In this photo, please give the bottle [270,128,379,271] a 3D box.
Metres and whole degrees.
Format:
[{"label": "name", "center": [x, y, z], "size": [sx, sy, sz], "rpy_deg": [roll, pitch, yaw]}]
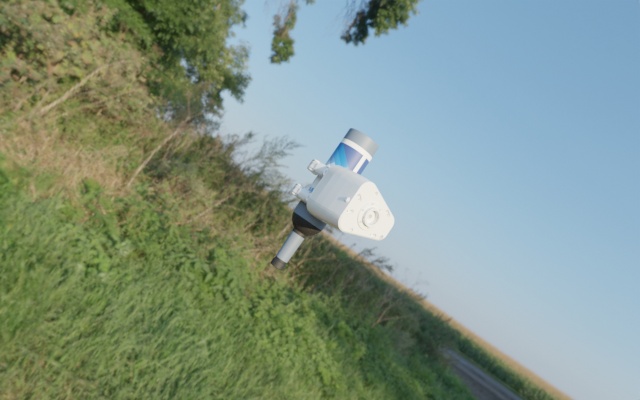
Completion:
[{"label": "bottle", "center": [0.000, 0.003, 0.899], "size": [0.069, 0.295, 0.069], "rpy_deg": [34, -3, 2]}]
